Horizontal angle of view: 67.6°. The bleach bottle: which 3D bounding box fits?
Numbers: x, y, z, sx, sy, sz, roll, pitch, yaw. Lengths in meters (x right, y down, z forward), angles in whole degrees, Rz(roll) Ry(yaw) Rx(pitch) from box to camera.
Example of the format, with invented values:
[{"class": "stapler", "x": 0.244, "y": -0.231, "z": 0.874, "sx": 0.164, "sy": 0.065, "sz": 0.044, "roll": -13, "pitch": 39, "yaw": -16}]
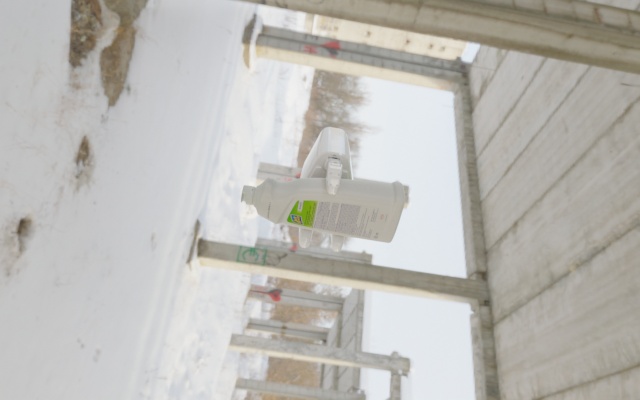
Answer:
[{"class": "bleach bottle", "x": 0.000, "y": 0.003, "z": 0.765, "sx": 0.251, "sy": 0.103, "sz": 0.068, "roll": 9, "pitch": 35, "yaw": -4}]
